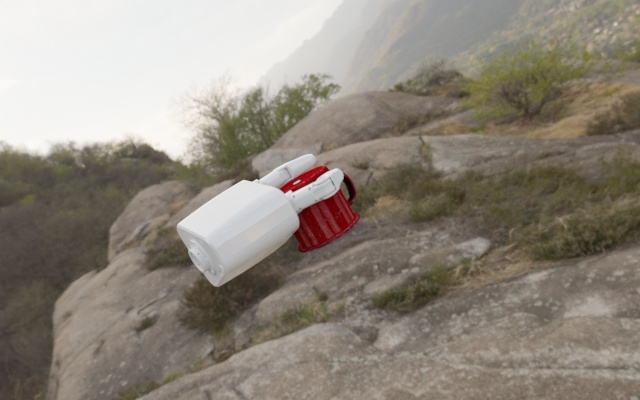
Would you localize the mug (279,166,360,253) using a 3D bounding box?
[{"bbox_3d":[0.001,0.001,0.624,0.117,0.081,0.093,-36,12,-28],"label":"mug"}]
